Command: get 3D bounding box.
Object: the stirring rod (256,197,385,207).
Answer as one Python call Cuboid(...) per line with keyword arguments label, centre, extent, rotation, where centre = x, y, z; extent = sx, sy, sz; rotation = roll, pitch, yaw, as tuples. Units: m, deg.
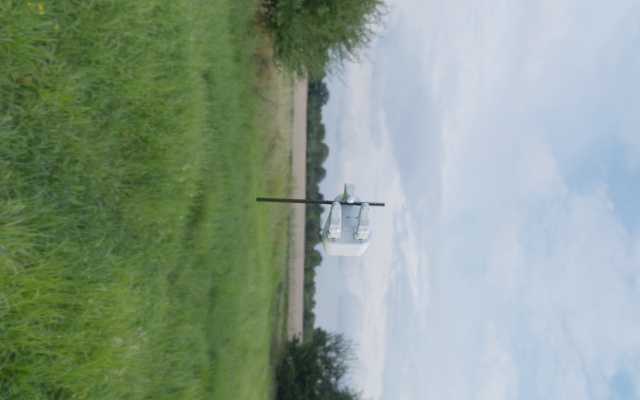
Cuboid(label="stirring rod", centre=(0.000, 0.003, 0.895), extent=(0.239, 0.011, 0.011), rotation=(2, 0, 0))
